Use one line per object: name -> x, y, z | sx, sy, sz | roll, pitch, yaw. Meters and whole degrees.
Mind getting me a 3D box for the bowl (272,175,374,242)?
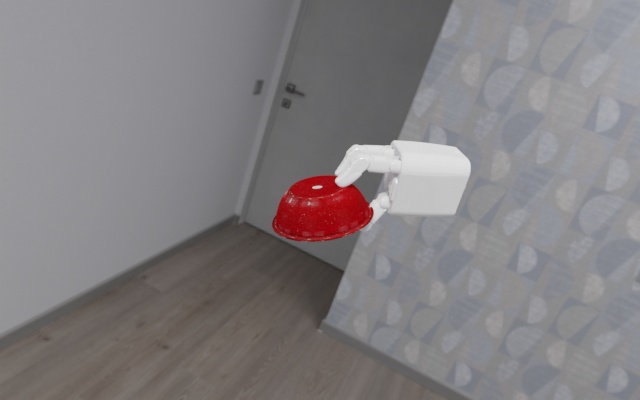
bowl -> -0.001, 0.002, 0.740 | 0.162, 0.055, 0.162 | -7, 23, 3
